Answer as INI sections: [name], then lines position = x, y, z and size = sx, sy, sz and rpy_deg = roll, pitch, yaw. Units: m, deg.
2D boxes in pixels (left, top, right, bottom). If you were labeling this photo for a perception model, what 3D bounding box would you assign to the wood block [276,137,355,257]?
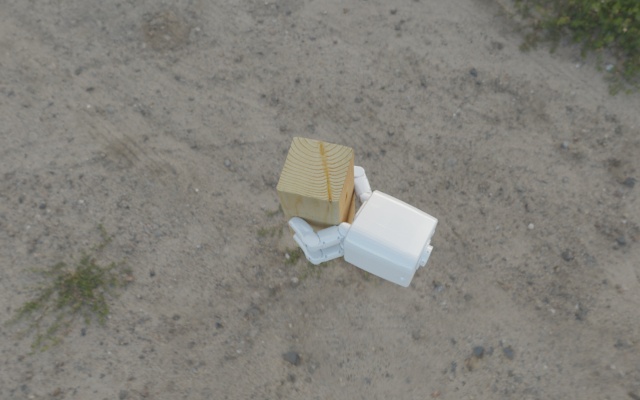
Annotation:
[wood block]
position = 0.001, 0.002, 0.741
size = 0.090, 0.090, 0.206
rpy_deg = 12, -25, 10
